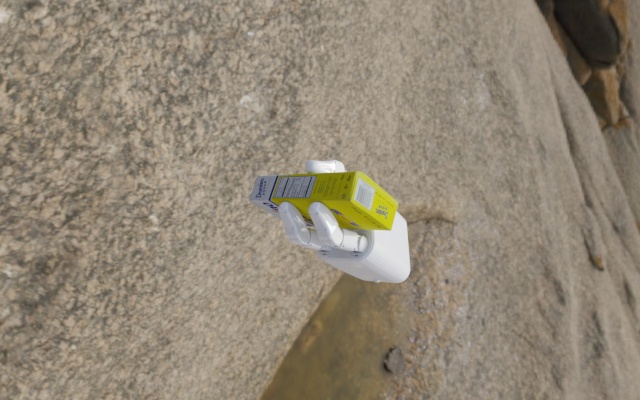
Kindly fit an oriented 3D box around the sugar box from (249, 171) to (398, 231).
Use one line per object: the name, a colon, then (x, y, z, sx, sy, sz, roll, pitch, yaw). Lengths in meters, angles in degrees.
sugar box: (0.000, 0.003, 0.619, 0.176, 0.048, 0.093, -3, -28, 41)
